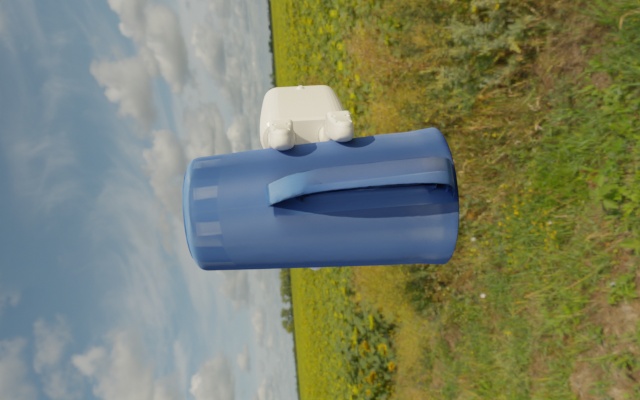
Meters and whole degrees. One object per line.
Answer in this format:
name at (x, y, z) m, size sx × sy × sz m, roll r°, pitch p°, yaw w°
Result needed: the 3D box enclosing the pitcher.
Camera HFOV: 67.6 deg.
pitcher at (0.000, 0.001, 0.451) m, size 0.243 × 0.149 × 0.145 m, roll -5°, pitch 35°, yaw -4°
